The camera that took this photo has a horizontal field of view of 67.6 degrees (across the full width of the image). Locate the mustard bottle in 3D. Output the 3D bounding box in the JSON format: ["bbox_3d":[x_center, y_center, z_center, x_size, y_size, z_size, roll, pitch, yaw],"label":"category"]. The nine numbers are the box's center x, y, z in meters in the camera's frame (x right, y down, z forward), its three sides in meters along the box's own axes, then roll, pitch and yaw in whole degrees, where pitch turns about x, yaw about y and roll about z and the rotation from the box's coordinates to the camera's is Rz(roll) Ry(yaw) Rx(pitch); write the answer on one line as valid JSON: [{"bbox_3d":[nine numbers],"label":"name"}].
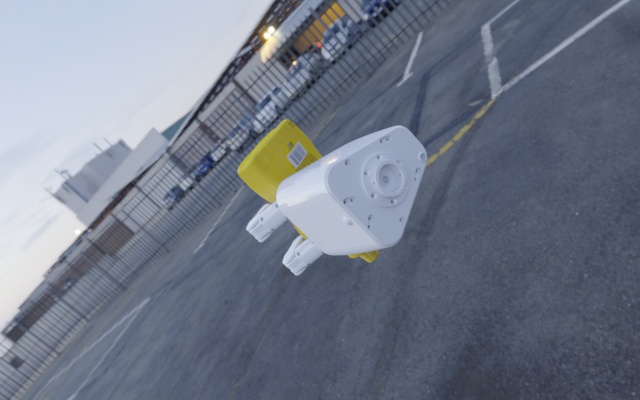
[{"bbox_3d":[0.000,0.002,0.552,0.058,0.192,0.096,-33,18,40],"label":"mustard bottle"}]
